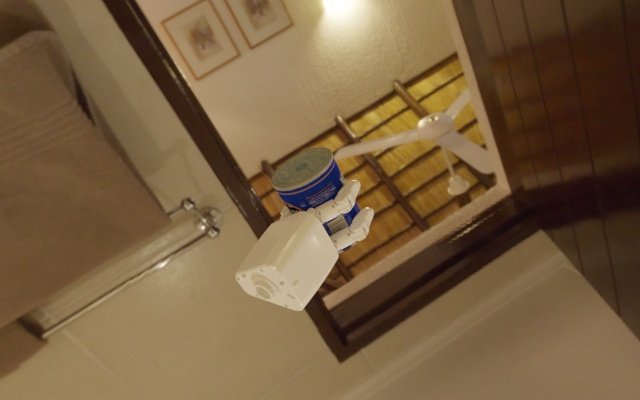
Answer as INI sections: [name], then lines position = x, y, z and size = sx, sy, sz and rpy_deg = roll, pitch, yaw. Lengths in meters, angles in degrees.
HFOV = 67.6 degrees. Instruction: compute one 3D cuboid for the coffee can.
[coffee can]
position = 0.000, 0.002, 0.751
size = 0.103, 0.140, 0.102
rpy_deg = -22, 29, 13
